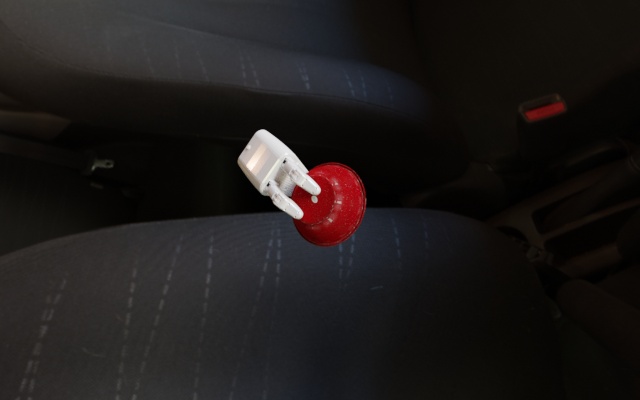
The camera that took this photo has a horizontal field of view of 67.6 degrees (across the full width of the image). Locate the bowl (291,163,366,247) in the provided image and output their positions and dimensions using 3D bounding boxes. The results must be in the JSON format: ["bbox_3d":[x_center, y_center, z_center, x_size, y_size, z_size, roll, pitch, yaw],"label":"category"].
[{"bbox_3d":[0.001,0.003,0.881,0.162,0.162,0.055,0,-10,30],"label":"bowl"}]
